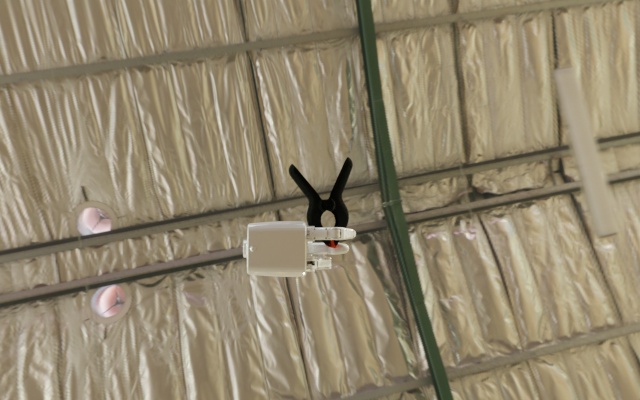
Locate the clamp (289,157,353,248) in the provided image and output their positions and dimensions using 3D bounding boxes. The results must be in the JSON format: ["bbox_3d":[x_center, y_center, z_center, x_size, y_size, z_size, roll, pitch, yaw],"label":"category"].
[{"bbox_3d":[0.000,0.003,0.890,0.120,0.171,0.039,1,-5,-1],"label":"clamp"}]
